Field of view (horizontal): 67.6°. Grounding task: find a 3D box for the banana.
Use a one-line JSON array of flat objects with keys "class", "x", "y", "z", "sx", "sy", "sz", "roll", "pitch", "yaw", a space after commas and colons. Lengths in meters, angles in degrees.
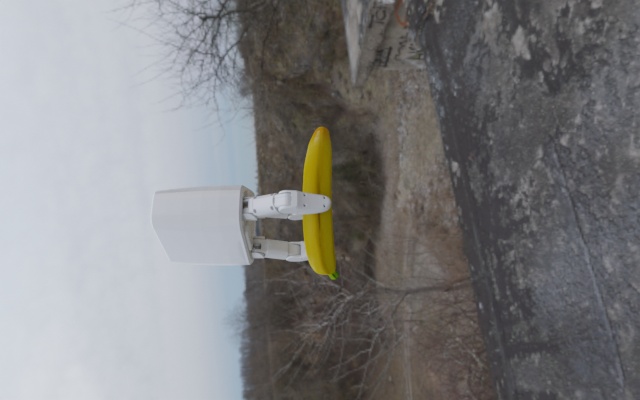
[{"class": "banana", "x": -0.002, "y": 0.007, "z": 0.588, "sx": 0.037, "sy": 0.198, "sz": 0.069, "roll": -2, "pitch": 4, "yaw": 7}]
